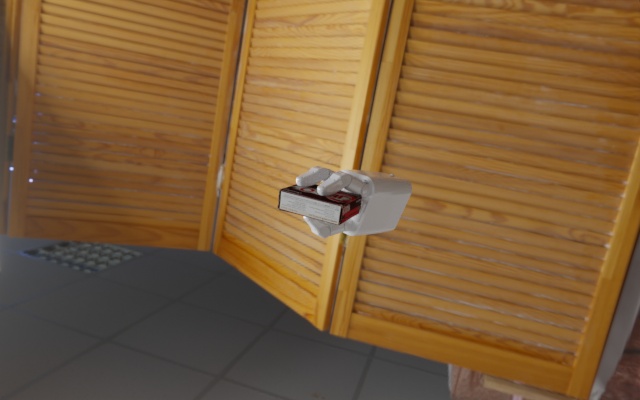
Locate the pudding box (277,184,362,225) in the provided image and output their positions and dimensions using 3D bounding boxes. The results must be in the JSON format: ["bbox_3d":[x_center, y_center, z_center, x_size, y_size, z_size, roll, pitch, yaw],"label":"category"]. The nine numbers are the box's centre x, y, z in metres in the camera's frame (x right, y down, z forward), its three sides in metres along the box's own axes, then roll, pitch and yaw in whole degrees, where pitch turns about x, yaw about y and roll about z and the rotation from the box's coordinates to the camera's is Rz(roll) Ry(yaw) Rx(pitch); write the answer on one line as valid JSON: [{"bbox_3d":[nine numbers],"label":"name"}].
[{"bbox_3d":[0.000,0.003,0.780,0.113,0.039,0.090,12,14,22],"label":"pudding box"}]
